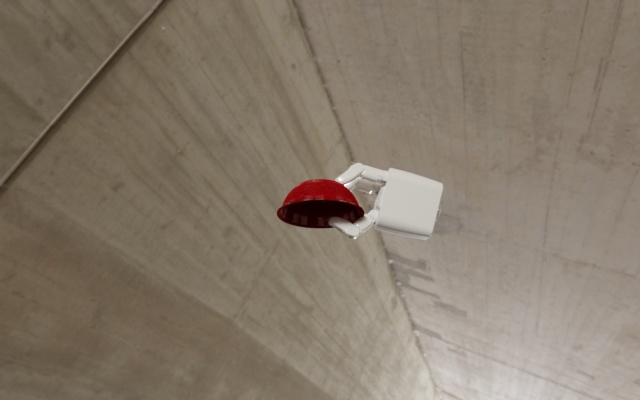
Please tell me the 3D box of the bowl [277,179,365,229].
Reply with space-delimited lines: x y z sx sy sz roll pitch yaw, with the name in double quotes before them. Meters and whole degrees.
"bowl" -0.001 0.002 0.884 0.162 0.055 0.162 -1 -21 0
